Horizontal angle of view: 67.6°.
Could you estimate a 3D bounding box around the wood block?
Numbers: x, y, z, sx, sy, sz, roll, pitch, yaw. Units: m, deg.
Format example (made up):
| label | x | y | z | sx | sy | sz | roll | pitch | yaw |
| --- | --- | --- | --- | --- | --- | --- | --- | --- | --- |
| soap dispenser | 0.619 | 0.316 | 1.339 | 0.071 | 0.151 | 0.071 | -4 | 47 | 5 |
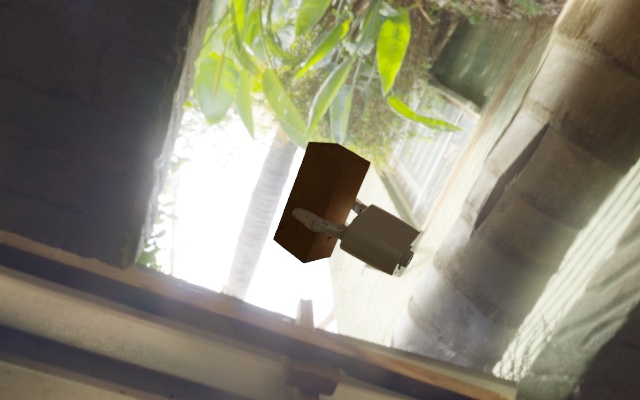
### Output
| label | x | y | z | sx | sy | sz | roll | pitch | yaw |
| --- | --- | --- | --- | --- | --- | --- | --- | --- | --- |
| wood block | 0.000 | 0.003 | 0.886 | 0.090 | 0.206 | 0.091 | 34 | 23 | 31 |
